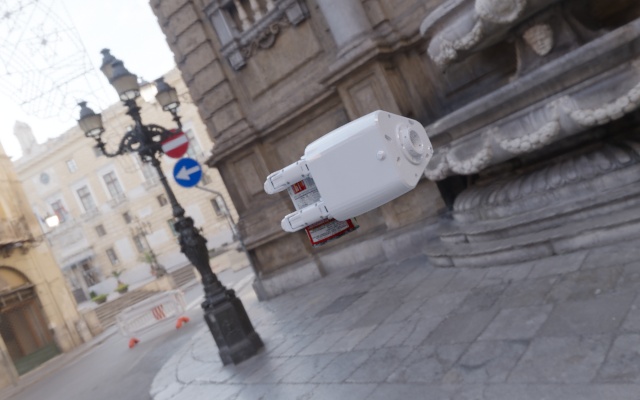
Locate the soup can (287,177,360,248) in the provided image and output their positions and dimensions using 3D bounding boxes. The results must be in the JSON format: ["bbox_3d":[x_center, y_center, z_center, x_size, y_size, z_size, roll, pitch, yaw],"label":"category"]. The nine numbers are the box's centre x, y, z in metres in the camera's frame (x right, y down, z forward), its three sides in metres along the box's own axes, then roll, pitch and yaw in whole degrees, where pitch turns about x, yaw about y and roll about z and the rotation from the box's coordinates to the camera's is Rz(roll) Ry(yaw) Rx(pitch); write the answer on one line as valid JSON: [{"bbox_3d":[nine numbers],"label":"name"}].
[{"bbox_3d":[0.000,0.002,0.627,0.068,0.102,0.068,-24,0,0],"label":"soup can"}]
